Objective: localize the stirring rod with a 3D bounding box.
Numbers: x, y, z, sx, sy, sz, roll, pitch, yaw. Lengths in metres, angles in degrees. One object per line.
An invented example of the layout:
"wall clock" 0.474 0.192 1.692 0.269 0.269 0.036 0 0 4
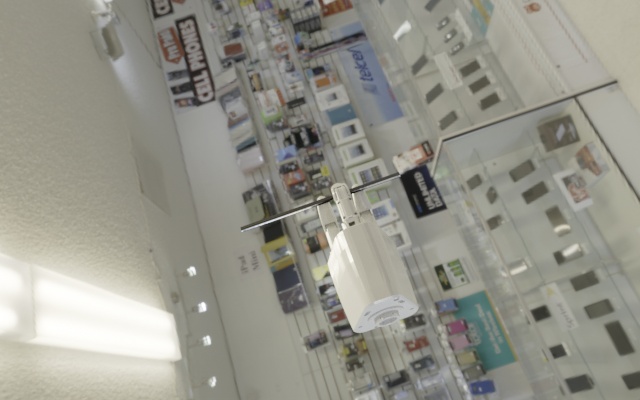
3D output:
"stirring rod" 0.000 0.002 0.686 0.239 0.011 0.011 -19 0 0
